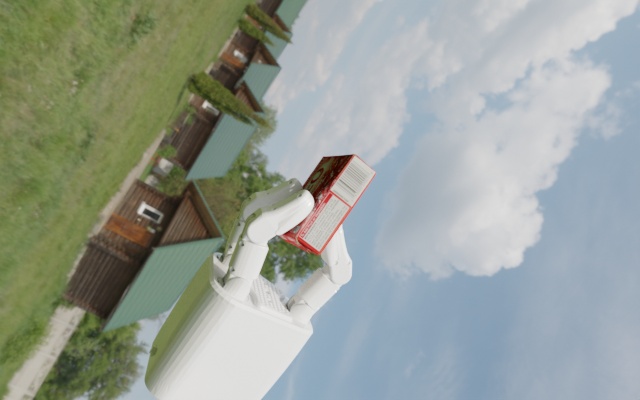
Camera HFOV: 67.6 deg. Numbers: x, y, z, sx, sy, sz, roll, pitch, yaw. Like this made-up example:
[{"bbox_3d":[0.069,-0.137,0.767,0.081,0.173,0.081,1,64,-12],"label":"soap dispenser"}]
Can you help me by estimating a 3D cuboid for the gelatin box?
[{"bbox_3d":[0.001,0.001,0.424,0.030,0.089,0.073,39,-10,-18],"label":"gelatin box"}]
